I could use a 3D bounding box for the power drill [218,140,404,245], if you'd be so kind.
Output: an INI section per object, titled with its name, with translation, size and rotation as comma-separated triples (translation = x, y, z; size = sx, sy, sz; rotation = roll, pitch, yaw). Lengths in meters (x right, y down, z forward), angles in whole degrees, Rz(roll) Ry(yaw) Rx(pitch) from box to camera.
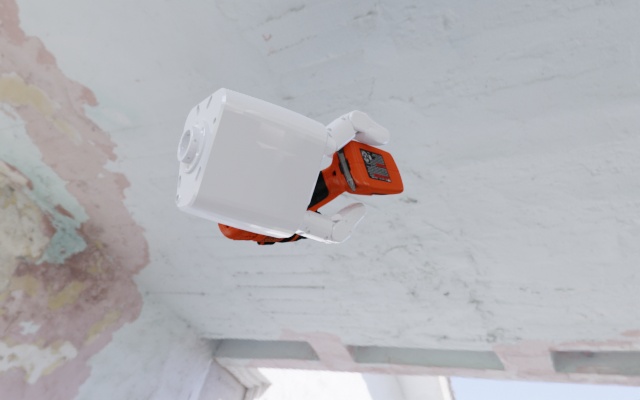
[power drill]
translation = 0.000, 0.002, 0.567
size = 0.188, 0.057, 0.184
rotation = -28, -17, 29
